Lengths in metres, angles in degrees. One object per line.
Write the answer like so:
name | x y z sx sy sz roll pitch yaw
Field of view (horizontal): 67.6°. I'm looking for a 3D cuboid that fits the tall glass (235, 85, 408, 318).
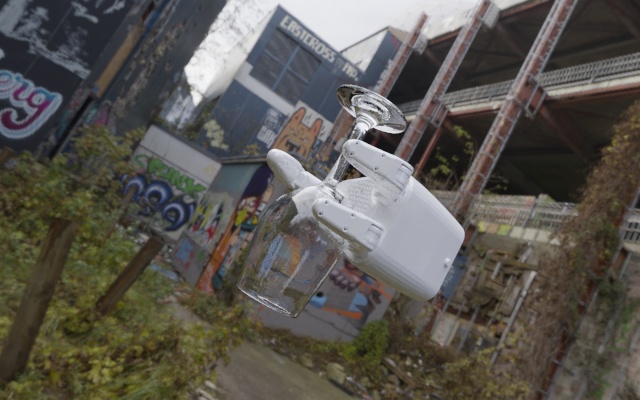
tall glass | 0.000 0.001 0.429 0.079 0.201 0.079 29 -9 5
